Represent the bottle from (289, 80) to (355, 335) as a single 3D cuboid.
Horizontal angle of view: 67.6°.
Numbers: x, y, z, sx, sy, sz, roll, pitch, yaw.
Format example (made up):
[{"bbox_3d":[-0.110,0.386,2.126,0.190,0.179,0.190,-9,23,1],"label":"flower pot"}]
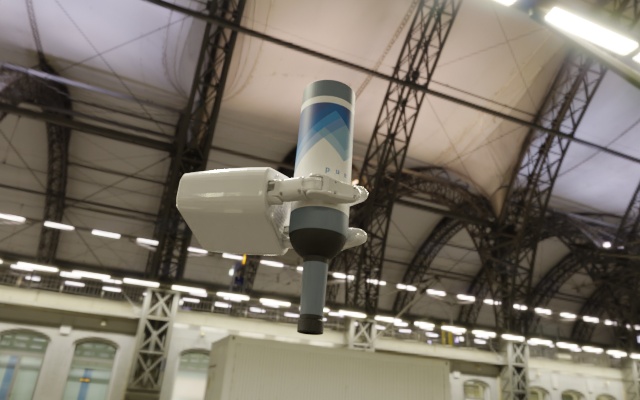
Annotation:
[{"bbox_3d":[0.000,0.002,0.549,0.069,0.295,0.069,4,-23,2],"label":"bottle"}]
